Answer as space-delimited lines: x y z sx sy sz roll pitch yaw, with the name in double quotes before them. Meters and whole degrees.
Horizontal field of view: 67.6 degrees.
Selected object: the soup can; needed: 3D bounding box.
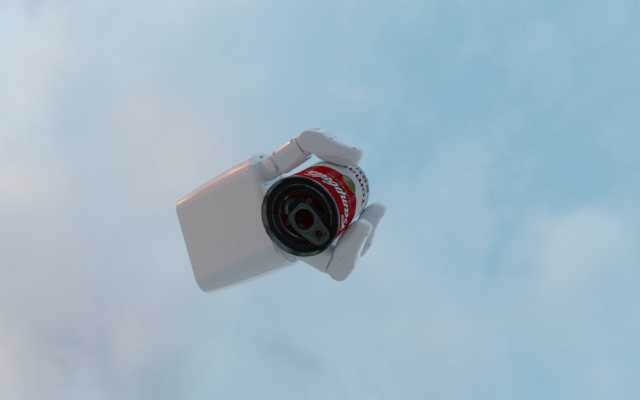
"soup can" 0.001 0.001 0.427 0.068 0.068 0.102 0 14 21
